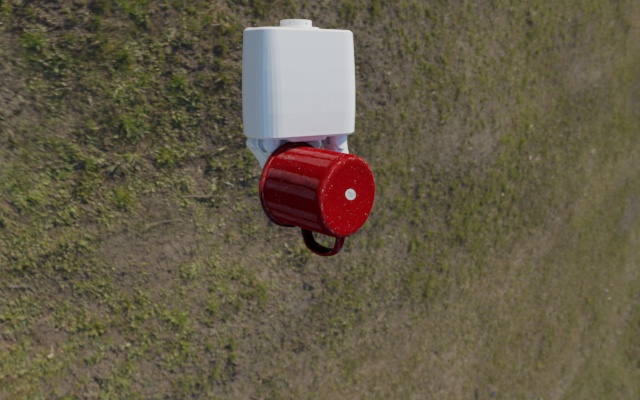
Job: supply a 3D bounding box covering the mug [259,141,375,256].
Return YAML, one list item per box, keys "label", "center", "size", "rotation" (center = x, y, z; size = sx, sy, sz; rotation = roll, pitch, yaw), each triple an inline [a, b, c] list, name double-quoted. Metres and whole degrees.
- label: "mug"
  center: [0.000, 0.003, 0.480]
  size: [0.093, 0.117, 0.081]
  rotation: [-17, 22, -42]
